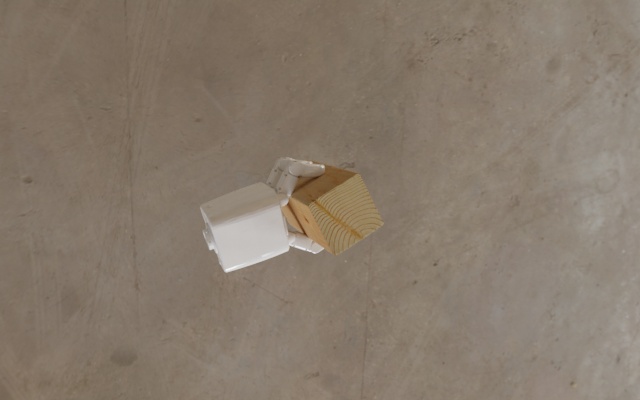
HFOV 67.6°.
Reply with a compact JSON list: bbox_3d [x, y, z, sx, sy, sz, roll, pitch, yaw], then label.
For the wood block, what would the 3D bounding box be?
[{"bbox_3d":[0.000,0.003,0.760,0.090,0.091,0.206,-32,20,-13],"label":"wood block"}]
